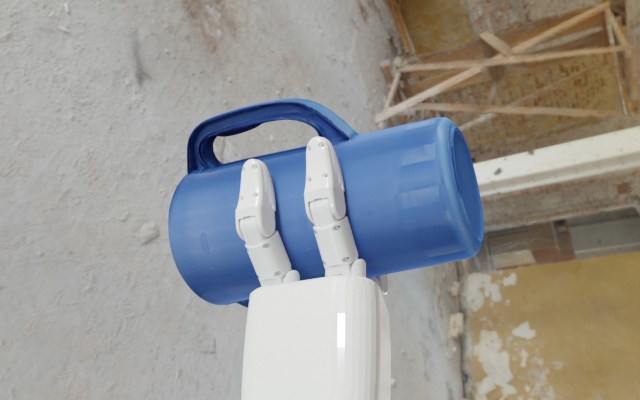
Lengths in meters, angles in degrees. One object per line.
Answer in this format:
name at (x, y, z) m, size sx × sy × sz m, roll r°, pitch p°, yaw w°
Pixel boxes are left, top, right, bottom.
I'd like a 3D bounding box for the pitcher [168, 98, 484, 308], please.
pitcher at (0.000, 0.002, 0.403) m, size 0.243 × 0.145 × 0.149 m, roll -12°, pitch -32°, yaw 26°
